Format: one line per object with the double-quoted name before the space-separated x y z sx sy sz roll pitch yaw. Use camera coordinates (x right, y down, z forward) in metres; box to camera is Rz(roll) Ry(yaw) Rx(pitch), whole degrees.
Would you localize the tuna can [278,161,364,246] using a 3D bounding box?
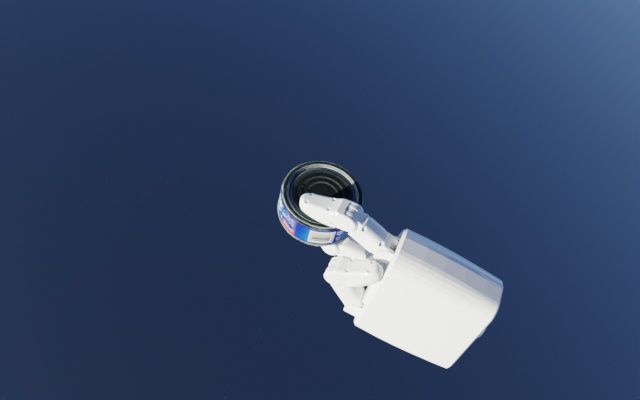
"tuna can" 0.000 0.001 0.488 0.086 0.086 0.034 0 -34 -11
